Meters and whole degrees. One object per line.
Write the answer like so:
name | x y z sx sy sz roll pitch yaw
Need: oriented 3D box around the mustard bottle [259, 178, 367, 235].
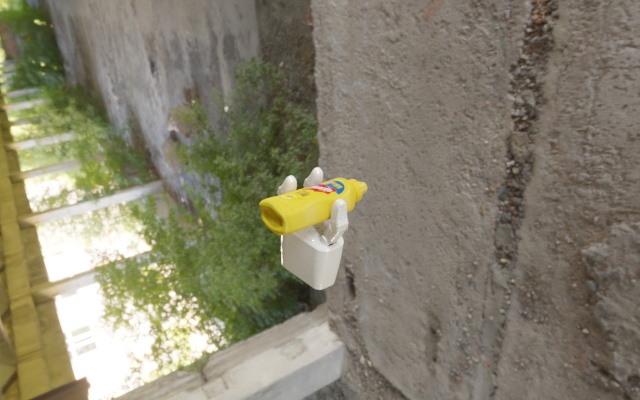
mustard bottle | 0.000 0.002 0.816 0.191 0.058 0.096 -18 20 -29
